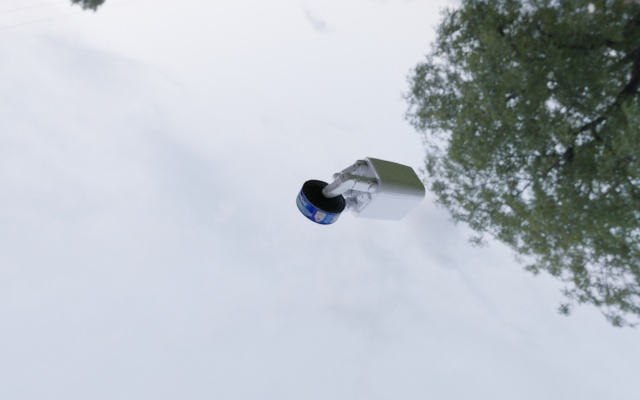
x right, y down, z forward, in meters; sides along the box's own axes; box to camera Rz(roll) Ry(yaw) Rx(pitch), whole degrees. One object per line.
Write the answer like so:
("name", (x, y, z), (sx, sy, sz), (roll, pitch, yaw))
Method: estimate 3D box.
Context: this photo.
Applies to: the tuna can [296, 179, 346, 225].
("tuna can", (0.000, 0.003, 0.850), (0.086, 0.034, 0.086), (20, 36, -15))
